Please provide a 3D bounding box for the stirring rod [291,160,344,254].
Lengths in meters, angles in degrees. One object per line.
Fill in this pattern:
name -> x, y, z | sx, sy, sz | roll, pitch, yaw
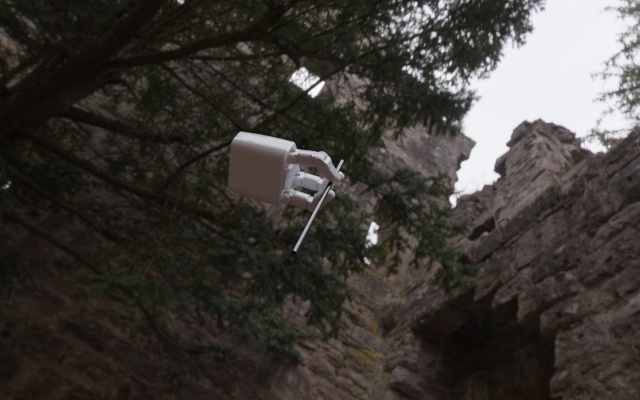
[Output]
stirring rod -> 0.000, 0.003, 0.793 | 0.011, 0.011, 0.239 | 0, 38, 25
